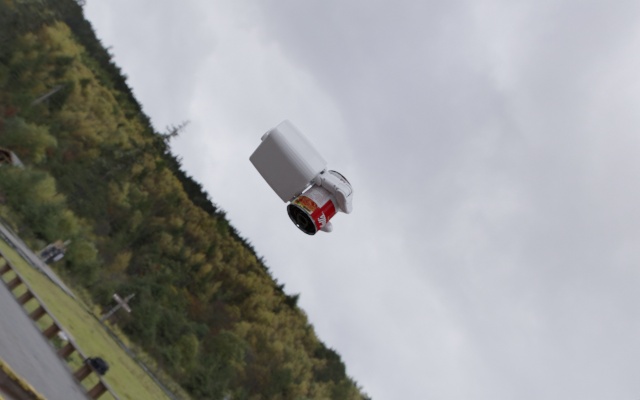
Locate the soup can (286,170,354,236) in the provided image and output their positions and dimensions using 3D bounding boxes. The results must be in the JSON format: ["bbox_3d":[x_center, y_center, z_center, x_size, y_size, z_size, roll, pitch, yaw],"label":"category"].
[{"bbox_3d":[0.001,0.003,0.823,0.102,0.068,0.068,-43,23,-27],"label":"soup can"}]
